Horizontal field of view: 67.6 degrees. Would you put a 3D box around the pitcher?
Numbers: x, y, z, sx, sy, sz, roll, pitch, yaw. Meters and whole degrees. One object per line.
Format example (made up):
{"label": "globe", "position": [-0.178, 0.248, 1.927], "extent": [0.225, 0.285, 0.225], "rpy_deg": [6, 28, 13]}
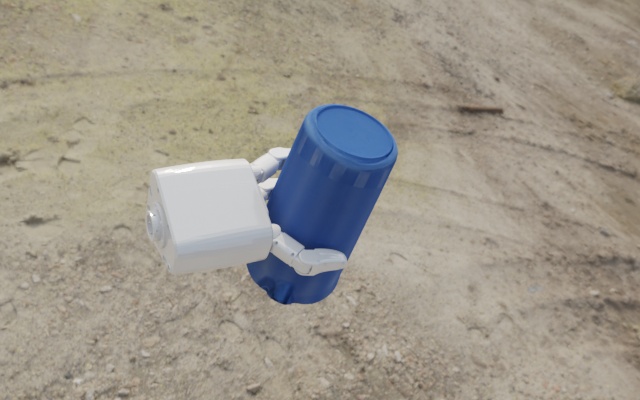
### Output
{"label": "pitcher", "position": [0.000, 0.002, 0.590], "extent": [0.145, 0.149, 0.243], "rpy_deg": [-9, -38, -32]}
